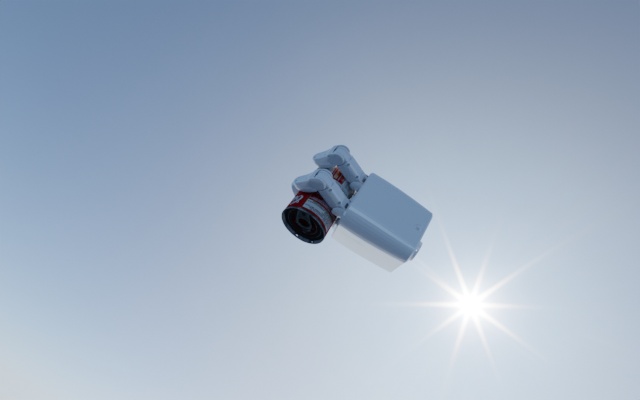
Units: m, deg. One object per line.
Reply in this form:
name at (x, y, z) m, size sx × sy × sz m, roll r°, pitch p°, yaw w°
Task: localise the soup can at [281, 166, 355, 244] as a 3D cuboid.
soup can at (0.000, 0.002, 0.677) m, size 0.068 × 0.068 × 0.102 m, roll 0°, pitch 41°, yaw 40°
